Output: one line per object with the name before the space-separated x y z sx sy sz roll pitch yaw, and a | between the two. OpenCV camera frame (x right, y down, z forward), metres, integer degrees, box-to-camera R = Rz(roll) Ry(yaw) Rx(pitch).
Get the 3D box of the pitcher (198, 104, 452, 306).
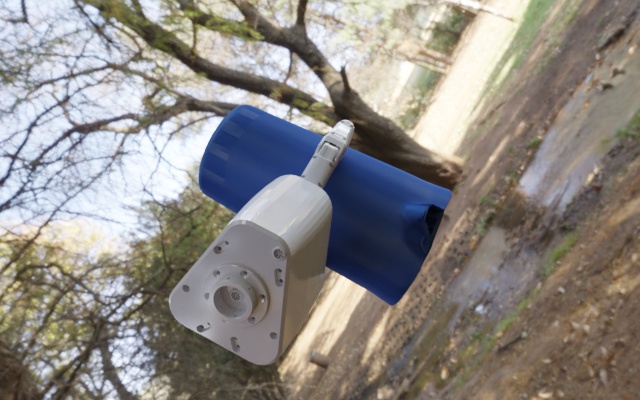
pitcher | 0.000 0.002 0.512 0.243 0.149 0.145 27 24 5
